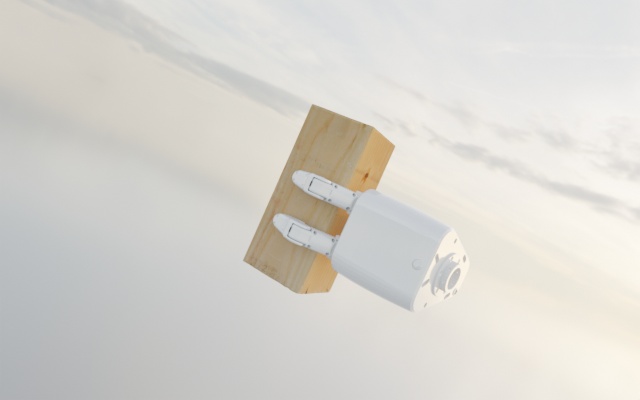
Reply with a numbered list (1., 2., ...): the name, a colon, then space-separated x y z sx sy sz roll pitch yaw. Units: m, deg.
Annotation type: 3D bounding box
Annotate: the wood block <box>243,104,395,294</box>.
1. wood block: 0.001 0.002 0.591 0.090 0.206 0.091 26 3 27
